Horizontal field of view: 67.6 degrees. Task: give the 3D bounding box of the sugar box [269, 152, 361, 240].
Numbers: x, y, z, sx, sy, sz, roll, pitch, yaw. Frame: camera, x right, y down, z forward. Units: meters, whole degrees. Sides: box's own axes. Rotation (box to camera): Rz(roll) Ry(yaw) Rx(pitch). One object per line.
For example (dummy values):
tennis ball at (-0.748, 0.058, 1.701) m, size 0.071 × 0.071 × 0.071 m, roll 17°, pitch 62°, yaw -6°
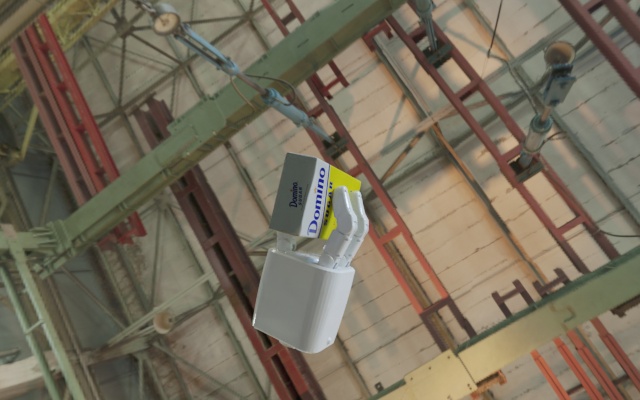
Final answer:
sugar box at (0.001, 0.002, 0.612) m, size 0.048 × 0.093 × 0.176 m, roll 13°, pitch -1°, yaw 20°
